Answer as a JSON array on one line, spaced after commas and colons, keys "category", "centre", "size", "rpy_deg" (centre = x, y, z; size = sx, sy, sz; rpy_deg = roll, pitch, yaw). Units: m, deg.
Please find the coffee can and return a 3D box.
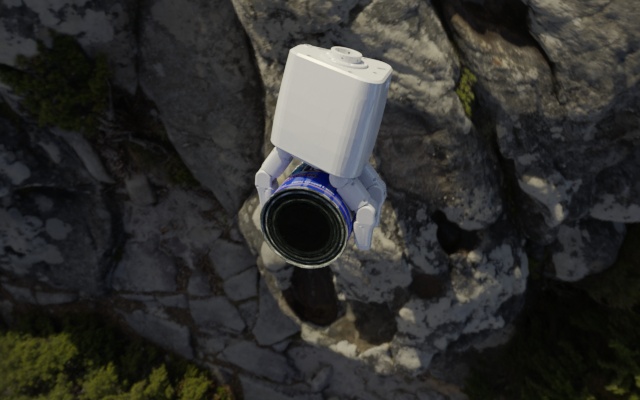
[{"category": "coffee can", "centre": [0.000, 0.002, 0.583], "size": [0.103, 0.103, 0.140], "rpy_deg": [0, 26, 18]}]
